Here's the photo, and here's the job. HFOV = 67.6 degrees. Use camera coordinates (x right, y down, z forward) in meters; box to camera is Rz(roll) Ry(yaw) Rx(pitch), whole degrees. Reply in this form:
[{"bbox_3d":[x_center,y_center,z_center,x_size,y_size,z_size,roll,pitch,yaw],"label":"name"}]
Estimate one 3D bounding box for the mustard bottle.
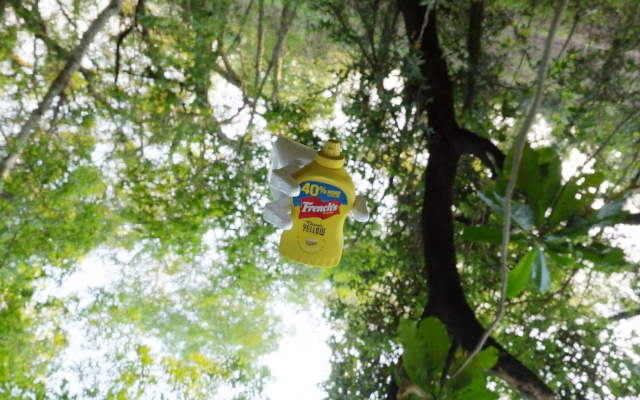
[{"bbox_3d":[0.000,0.003,0.702,0.096,0.192,0.058,13,24,3],"label":"mustard bottle"}]
